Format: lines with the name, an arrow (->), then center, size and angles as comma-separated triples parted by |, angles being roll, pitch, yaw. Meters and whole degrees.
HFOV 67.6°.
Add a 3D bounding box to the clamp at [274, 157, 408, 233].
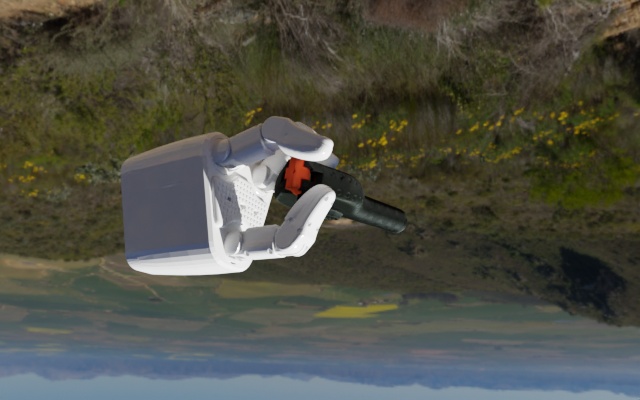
clamp -> 0.000, 0.002, 0.450 | 0.120, 0.039, 0.171 | -8, -22, 28
